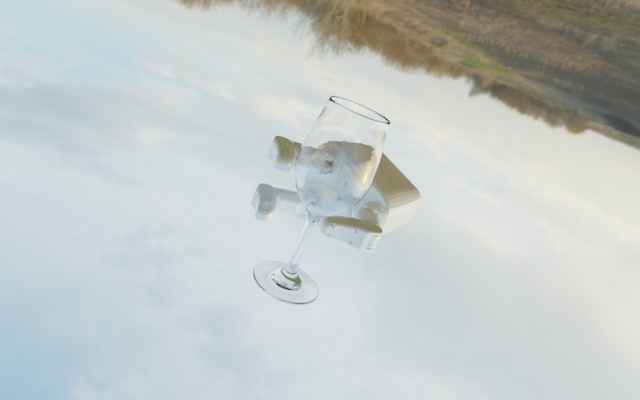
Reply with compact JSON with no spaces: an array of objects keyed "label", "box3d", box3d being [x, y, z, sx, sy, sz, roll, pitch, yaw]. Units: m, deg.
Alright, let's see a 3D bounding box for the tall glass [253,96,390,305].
[{"label":"tall glass","box3d":[0.000,0.002,0.476,0.079,0.201,0.079,20,21,-8]}]
